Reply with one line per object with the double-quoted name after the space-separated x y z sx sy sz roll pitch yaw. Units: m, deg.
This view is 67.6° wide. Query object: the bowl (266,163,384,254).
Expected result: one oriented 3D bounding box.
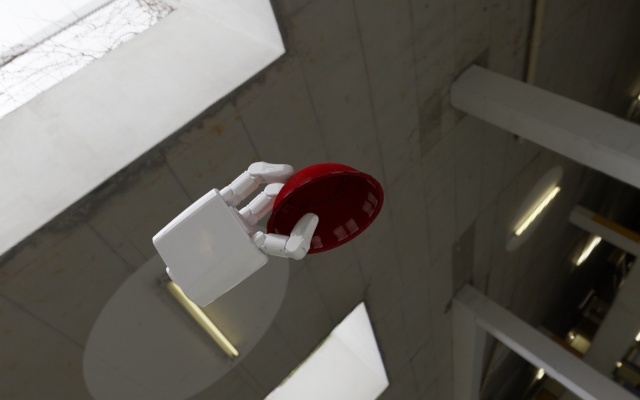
0.001 0.001 0.635 0.162 0.055 0.162 -15 -38 -12 "bowl"
